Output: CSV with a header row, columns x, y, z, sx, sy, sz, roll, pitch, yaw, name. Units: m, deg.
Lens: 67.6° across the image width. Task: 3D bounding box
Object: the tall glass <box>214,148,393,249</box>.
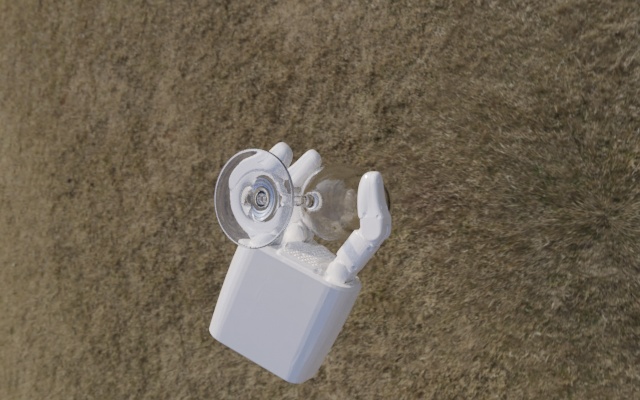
x,y,z,sx,sy,sz,roll,pitch,yaw,name
0.000,0.001,0.435,0.079,0.079,0.201,0,-1,31,tall glass
